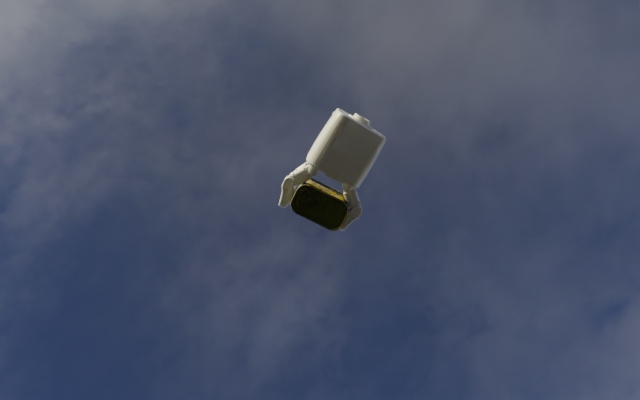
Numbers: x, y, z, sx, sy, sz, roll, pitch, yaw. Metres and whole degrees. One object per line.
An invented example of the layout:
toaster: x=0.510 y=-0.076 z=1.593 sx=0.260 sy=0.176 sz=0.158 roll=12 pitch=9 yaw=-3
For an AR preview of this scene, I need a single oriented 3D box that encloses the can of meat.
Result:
can of meat: x=0.000 y=0.003 z=0.880 sx=0.102 sy=0.057 sz=0.084 roll=26 pitch=14 yaw=-5
